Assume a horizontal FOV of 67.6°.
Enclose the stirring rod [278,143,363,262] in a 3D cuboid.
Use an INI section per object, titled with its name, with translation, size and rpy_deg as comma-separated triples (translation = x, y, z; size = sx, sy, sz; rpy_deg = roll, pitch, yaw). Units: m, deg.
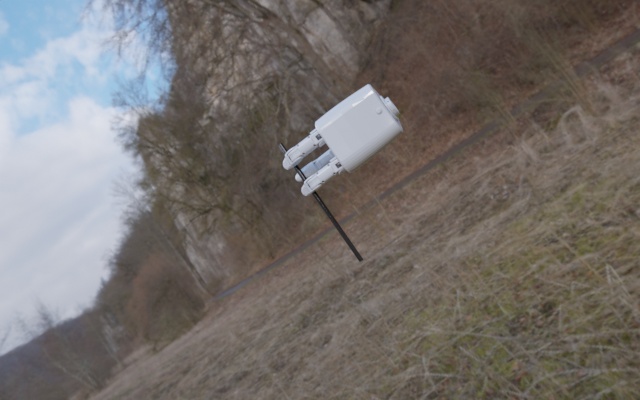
[stirring rod]
translation = 0.000, 0.003, 0.807
size = 0.011, 0.239, 0.011
rpy_deg = -35, -3, -2
